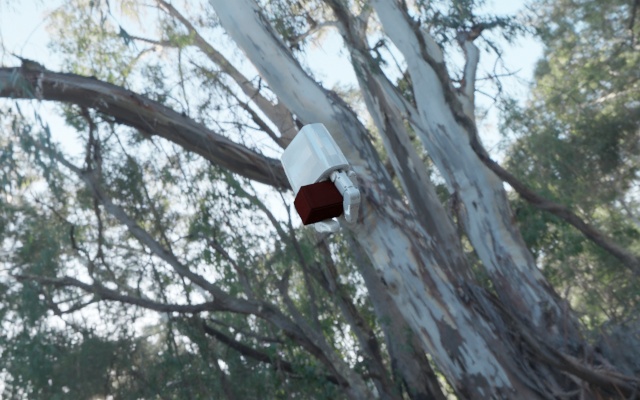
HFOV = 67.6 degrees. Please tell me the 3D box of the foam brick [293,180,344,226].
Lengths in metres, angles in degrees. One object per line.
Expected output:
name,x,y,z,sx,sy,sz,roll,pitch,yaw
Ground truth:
foam brick,0.000,0.003,0.833,0.078,0.051,0.053,-13,-28,-30
